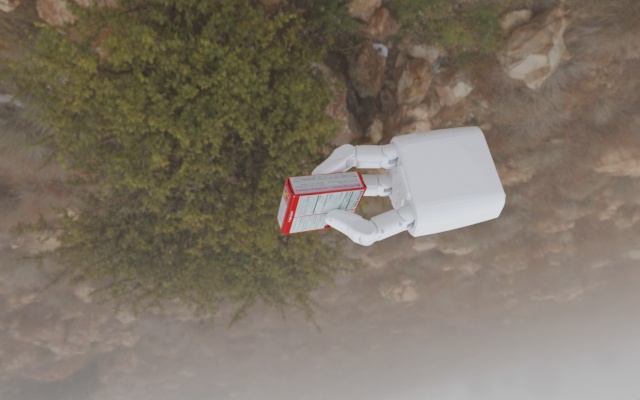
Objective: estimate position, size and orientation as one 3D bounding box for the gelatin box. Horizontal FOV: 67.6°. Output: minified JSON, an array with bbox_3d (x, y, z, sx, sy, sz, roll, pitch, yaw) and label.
[{"bbox_3d":[0.000,0.002,0.544,0.089,0.030,0.073,-7,-35,-21],"label":"gelatin box"}]
